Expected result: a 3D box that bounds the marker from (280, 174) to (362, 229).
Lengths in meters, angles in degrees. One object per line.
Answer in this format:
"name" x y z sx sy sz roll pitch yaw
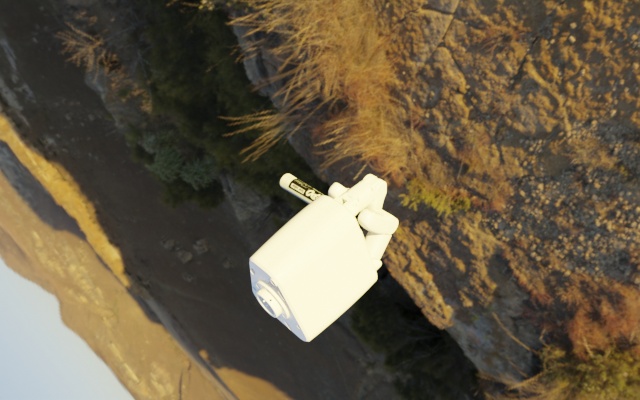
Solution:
"marker" 0.000 0.002 0.540 0.121 0.020 0.020 31 19 34
